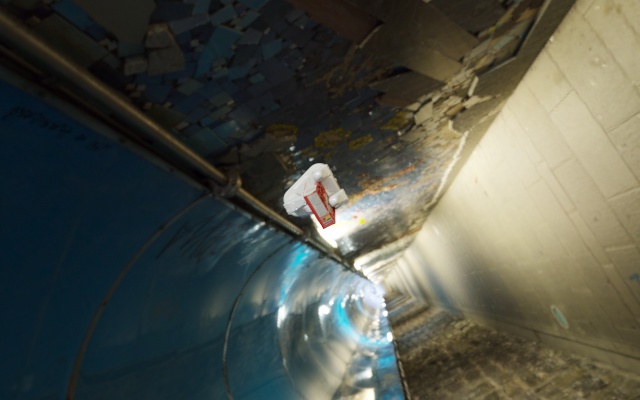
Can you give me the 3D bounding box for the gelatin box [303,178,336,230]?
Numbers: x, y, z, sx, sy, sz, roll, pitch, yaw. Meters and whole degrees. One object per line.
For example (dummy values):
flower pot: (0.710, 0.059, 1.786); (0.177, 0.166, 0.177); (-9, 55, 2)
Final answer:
gelatin box: (0.000, 0.003, 0.870); (0.030, 0.073, 0.089); (-27, 16, 10)
